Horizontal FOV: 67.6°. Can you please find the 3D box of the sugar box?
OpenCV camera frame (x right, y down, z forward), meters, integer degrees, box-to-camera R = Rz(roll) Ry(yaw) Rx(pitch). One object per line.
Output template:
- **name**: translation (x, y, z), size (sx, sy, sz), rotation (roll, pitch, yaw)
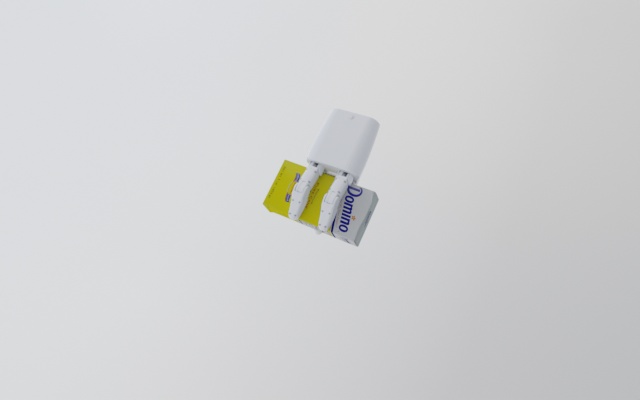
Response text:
- **sugar box**: translation (0.000, 0.002, 0.812), size (0.176, 0.093, 0.048), rotation (19, -14, 21)
